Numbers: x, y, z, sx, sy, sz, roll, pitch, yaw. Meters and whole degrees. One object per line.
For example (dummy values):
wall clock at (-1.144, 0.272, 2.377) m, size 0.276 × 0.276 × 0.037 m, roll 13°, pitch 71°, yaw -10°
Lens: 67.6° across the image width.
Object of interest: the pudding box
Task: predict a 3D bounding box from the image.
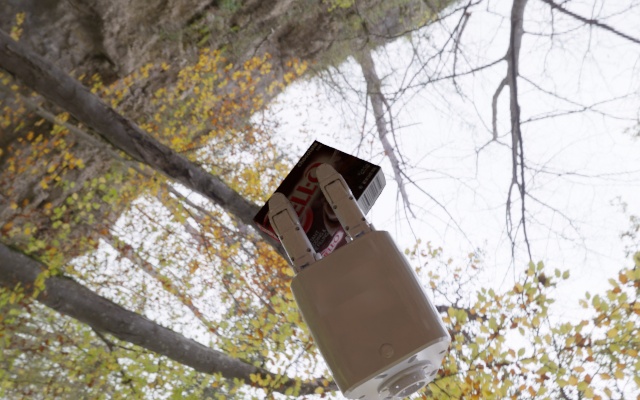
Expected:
pudding box at (0.000, 0.002, 0.485) m, size 0.090 × 0.113 × 0.039 m, roll 27°, pitch -19°, yaw 33°
